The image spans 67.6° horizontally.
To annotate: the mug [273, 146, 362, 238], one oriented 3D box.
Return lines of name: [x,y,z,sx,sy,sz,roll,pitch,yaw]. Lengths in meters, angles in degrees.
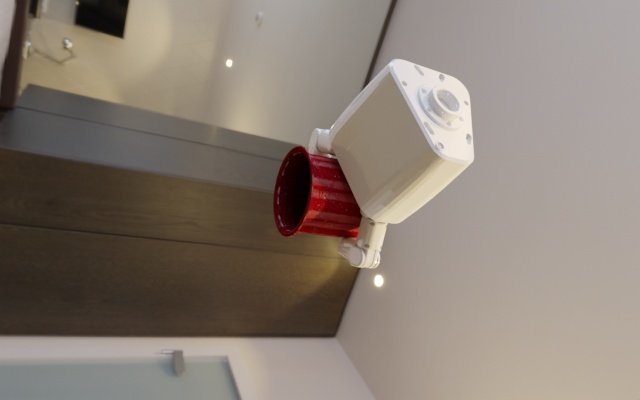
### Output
mug: [0.000,0.002,0.511,0.081,0.093,0.117,9,-33,-27]
